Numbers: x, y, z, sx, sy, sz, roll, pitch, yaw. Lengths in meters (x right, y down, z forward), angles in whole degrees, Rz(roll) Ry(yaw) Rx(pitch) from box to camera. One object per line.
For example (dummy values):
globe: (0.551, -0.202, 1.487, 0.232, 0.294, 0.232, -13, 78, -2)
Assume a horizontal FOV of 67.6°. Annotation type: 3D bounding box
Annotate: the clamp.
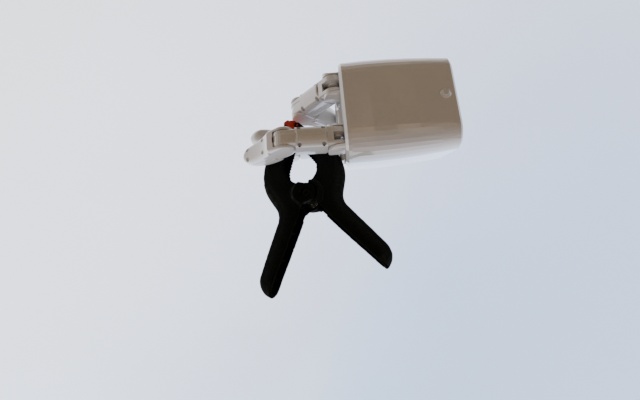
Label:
clamp: (0.000, 0.002, 0.450, 0.120, 0.171, 0.039, -5, -18, 1)
